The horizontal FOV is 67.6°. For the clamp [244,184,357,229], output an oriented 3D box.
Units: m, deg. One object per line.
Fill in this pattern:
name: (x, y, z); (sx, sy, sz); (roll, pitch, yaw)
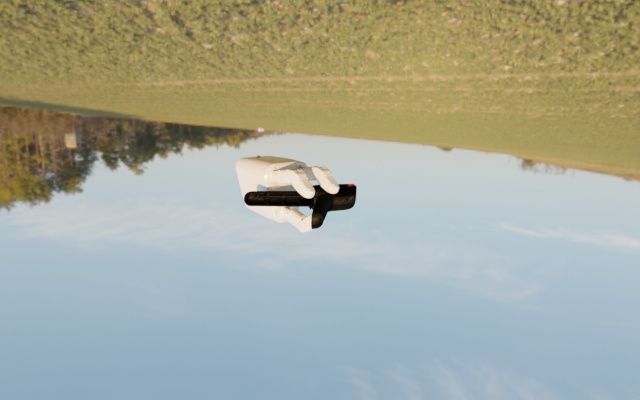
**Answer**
clamp: (0.000, 0.003, 0.810); (0.210, 0.036, 0.164); (-10, 22, -41)
